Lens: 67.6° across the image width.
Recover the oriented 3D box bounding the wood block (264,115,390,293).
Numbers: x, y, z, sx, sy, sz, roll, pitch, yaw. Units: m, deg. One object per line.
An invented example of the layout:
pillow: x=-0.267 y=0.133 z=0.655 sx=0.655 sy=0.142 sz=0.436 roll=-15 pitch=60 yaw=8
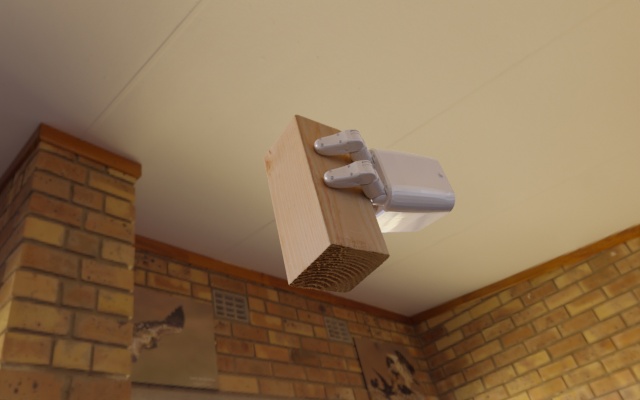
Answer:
wood block: x=0.000 y=0.002 z=0.608 sx=0.090 sy=0.206 sz=0.091 roll=14 pitch=-46 yaw=-33
